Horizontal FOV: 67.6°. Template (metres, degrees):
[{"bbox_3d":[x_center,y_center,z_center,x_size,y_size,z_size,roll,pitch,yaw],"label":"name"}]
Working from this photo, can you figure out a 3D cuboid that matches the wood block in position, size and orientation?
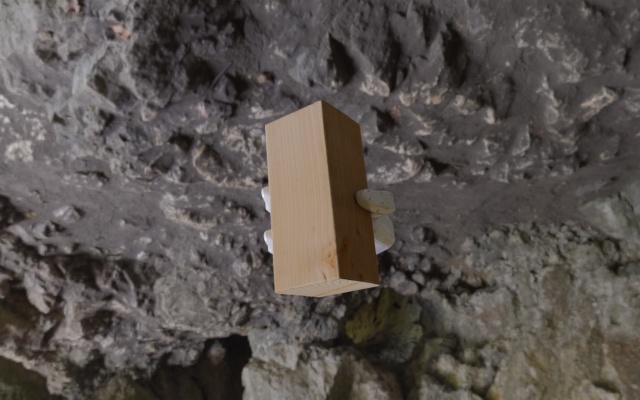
[{"bbox_3d":[0.001,0.002,0.566,0.091,0.206,0.090,-17,-22,31],"label":"wood block"}]
